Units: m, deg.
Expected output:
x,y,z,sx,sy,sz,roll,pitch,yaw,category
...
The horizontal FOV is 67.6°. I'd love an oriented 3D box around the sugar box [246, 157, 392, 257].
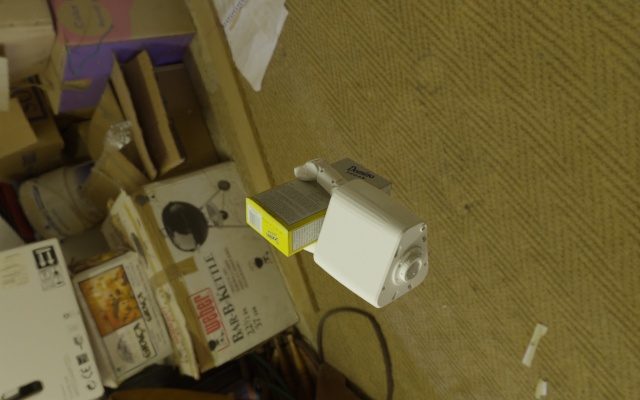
x,y,z,sx,sy,sz,roll,pitch,yaw,category
0.000,0.003,0.628,0.176,0.048,0.093,-21,40,-34,sugar box
